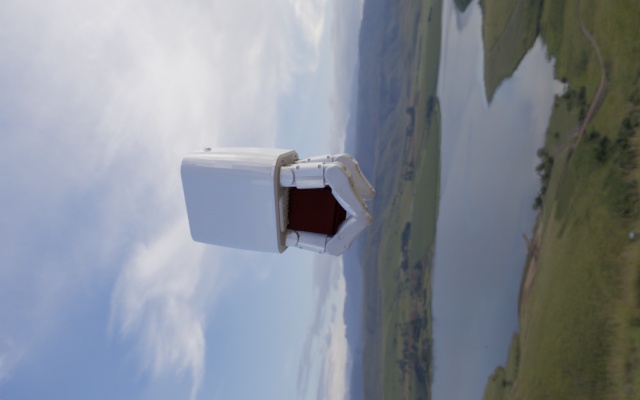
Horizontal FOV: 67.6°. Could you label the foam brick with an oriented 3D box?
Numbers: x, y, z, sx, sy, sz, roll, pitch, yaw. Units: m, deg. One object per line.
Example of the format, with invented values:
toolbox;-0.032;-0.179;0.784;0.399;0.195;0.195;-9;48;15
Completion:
foam brick;0.000;0.002;0.533;0.051;0.053;0.078;6;12;11
